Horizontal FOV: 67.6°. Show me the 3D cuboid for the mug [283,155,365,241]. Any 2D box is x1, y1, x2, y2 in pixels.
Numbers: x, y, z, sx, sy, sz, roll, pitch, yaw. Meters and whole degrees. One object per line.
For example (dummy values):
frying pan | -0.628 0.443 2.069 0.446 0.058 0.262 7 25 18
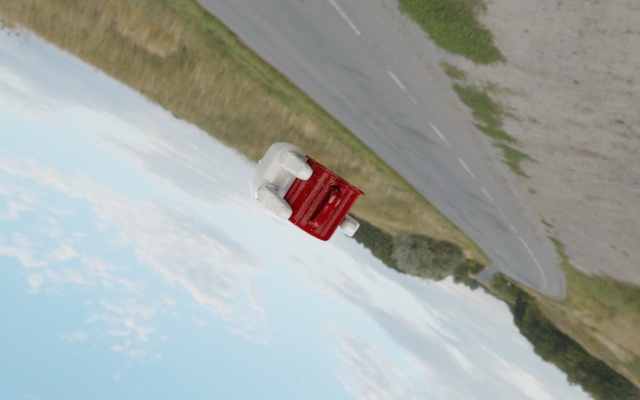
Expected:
mug | 0.000 0.003 0.612 0.093 0.081 0.117 32 3 -17
